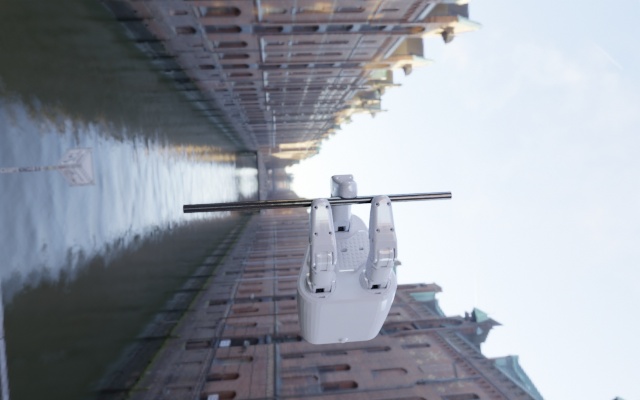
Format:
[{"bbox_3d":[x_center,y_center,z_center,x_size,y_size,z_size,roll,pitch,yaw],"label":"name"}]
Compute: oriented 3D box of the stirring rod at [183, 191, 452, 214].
[{"bbox_3d":[0.000,0.001,0.428,0.239,0.011,0.011,-3,0,-5],"label":"stirring rod"}]
